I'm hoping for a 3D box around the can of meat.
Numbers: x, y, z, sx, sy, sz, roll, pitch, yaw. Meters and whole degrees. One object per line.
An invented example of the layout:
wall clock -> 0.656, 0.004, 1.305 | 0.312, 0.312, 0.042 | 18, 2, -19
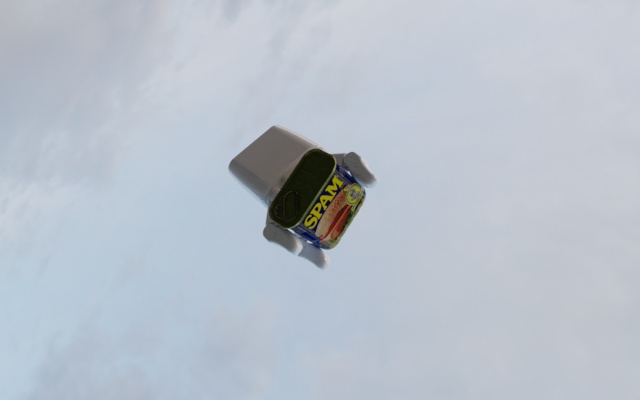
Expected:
can of meat -> 0.000, 0.002, 0.587 | 0.057, 0.102, 0.084 | 30, -5, 44
